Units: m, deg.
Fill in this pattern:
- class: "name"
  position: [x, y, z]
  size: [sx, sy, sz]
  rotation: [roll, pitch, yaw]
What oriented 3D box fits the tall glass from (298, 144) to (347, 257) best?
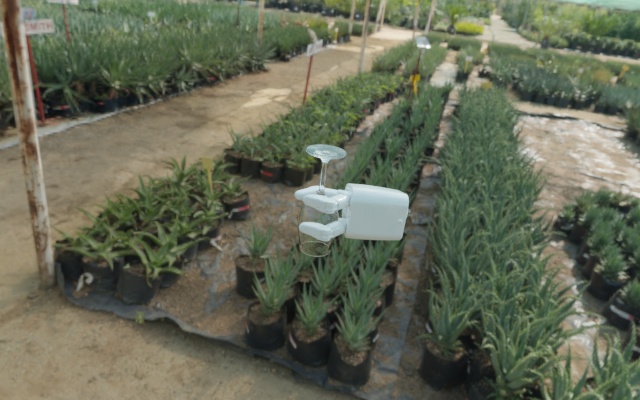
- class: "tall glass"
  position: [0.000, 0.002, 0.887]
  size: [0.079, 0.201, 0.079]
  rotation: [6, 24, -3]
